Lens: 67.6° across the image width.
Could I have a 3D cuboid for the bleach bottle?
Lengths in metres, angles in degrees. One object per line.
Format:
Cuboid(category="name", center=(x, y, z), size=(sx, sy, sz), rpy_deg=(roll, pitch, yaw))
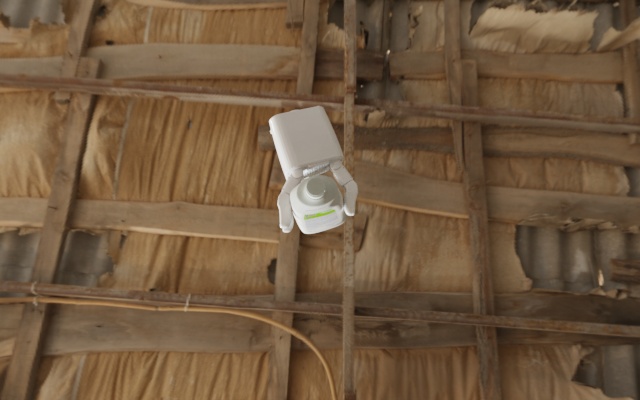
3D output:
Cuboid(category="bleach bottle", center=(0.000, 0.003, 0.832), size=(0.102, 0.068, 0.251), rpy_deg=(-19, -11, -5))
